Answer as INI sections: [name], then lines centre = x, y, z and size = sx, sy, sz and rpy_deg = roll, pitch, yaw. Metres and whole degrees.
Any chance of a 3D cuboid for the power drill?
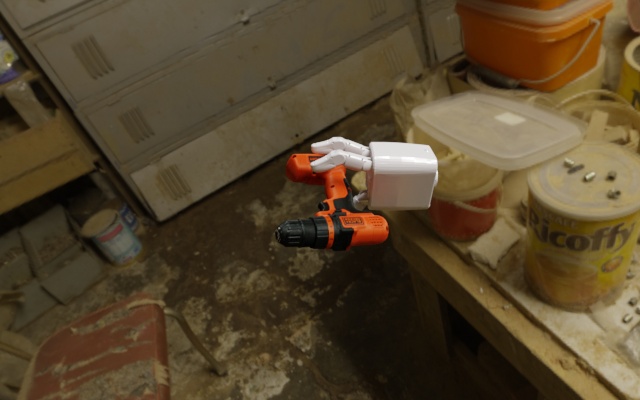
[power drill]
centre = 0.000, 0.002, 0.783
size = 0.184, 0.187, 0.057
rpy_deg = 1, -45, -24
